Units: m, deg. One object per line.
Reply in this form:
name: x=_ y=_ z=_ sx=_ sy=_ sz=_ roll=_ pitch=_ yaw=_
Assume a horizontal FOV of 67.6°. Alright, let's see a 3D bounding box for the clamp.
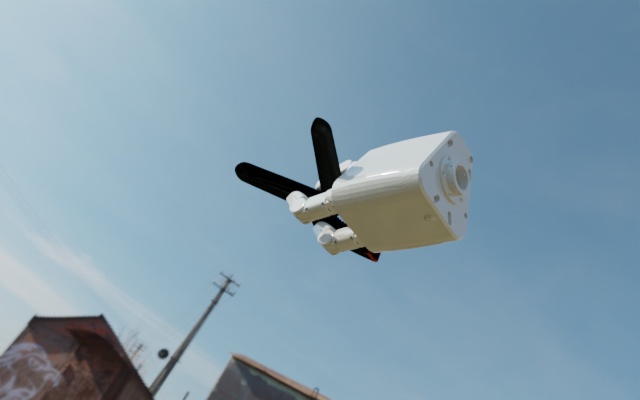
clamp: x=0.001 y=0.002 z=0.589 sx=0.164 sy=0.036 sz=0.210 roll=-13 pitch=-53 yaw=42
